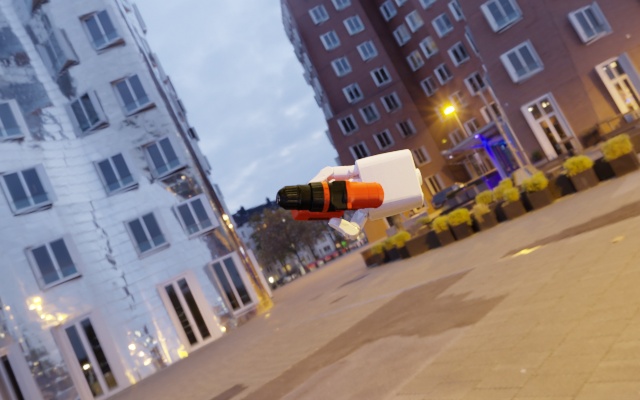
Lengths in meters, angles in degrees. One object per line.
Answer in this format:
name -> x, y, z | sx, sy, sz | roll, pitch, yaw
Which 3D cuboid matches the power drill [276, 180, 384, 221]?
power drill -> 0.000, 0.003, 0.858 | 0.184, 0.057, 0.187 | 0, -6, -15
